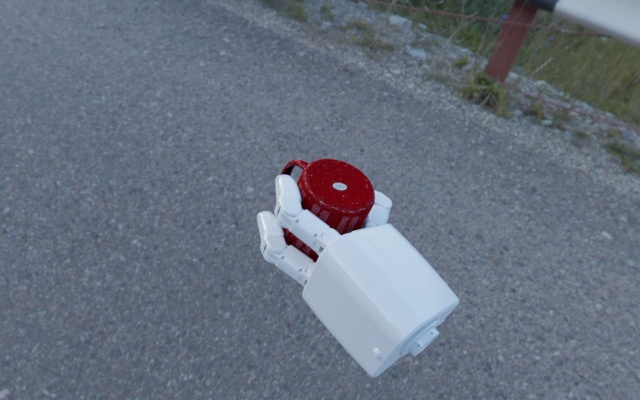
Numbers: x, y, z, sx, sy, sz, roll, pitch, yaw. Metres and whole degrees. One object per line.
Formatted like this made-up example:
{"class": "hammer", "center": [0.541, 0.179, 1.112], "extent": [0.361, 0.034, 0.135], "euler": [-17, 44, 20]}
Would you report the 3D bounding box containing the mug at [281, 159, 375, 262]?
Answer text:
{"class": "mug", "center": [-0.001, 0.001, 0.517], "extent": [0.093, 0.081, 0.117], "euler": [-24, 60, -40]}
